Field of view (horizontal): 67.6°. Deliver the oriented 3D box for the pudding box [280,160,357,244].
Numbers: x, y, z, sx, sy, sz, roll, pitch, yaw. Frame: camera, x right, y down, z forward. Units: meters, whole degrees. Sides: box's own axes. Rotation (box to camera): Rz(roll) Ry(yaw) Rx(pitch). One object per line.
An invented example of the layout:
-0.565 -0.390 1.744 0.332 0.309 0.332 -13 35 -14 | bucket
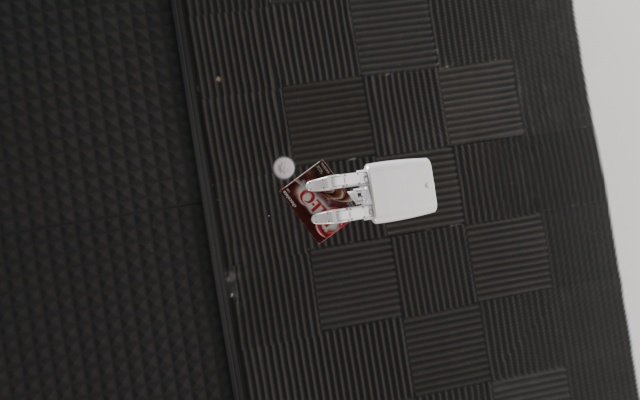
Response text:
0.000 0.003 0.803 0.090 0.113 0.039 -37 0 -1 | pudding box
